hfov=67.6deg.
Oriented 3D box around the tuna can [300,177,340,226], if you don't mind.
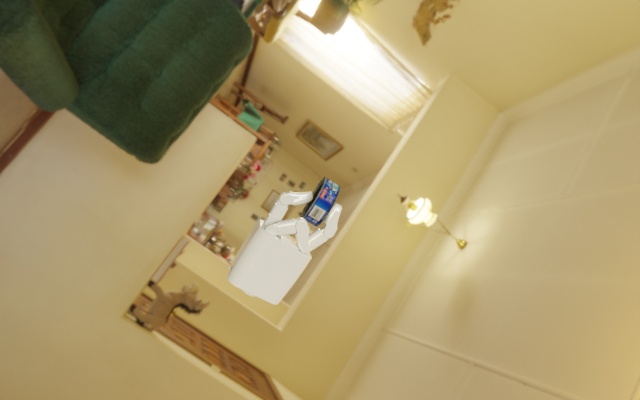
[{"bbox_3d":[0.001,0.003,0.854,0.034,0.086,0.086,31,-5,-8],"label":"tuna can"}]
